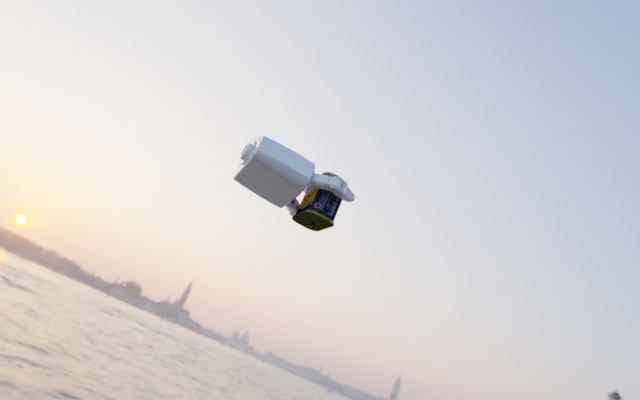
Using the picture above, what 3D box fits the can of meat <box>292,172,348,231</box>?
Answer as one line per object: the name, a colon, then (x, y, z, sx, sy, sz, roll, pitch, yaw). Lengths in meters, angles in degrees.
can of meat: (0.000, 0.003, 0.865, 0.057, 0.084, 0.102, 29, -20, -15)
